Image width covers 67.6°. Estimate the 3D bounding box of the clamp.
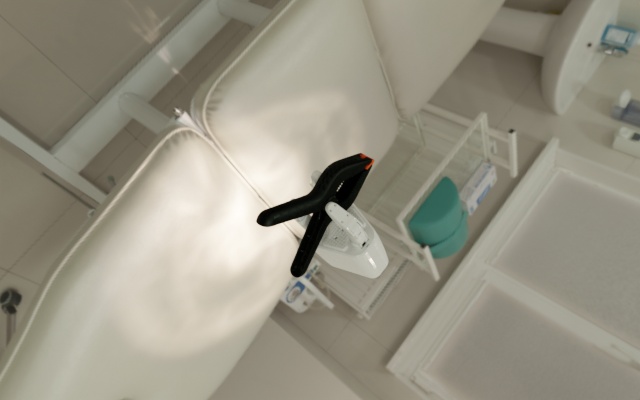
[{"bbox_3d":[0.001,0.002,0.694,0.036,0.210,0.165,33,-13,32],"label":"clamp"}]
